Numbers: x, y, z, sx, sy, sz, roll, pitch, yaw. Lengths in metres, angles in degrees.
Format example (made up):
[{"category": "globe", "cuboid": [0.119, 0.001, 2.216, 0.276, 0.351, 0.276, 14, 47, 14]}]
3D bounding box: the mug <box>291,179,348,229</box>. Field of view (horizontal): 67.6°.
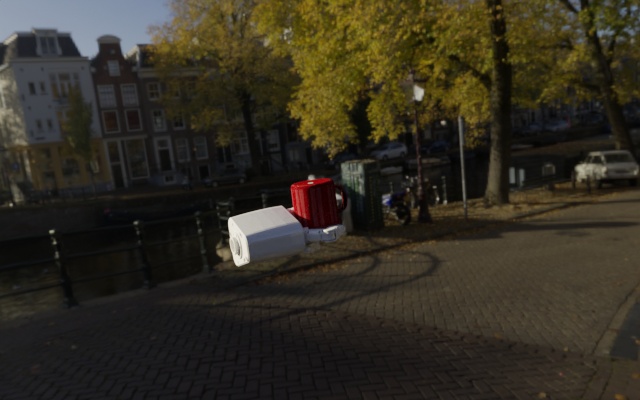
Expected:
[{"category": "mug", "cuboid": [0.001, 0.002, 0.897, 0.117, 0.081, 0.093, -12, 10, -26]}]
